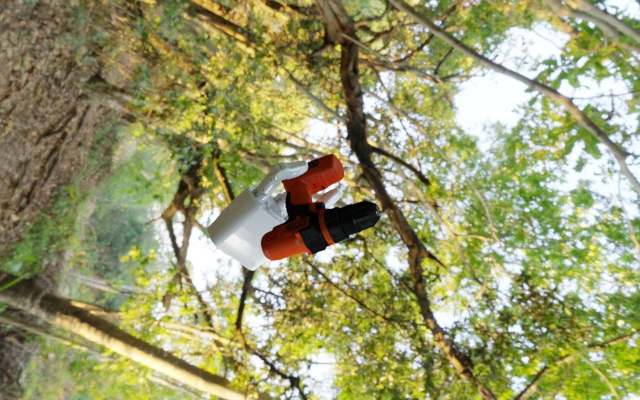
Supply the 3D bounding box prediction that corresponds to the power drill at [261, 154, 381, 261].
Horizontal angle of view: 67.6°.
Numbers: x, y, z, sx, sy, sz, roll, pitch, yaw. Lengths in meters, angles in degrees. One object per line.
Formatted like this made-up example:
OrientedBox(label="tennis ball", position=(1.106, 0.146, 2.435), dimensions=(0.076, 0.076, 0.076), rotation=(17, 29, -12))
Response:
OrientedBox(label="power drill", position=(0.000, 0.002, 0.743), dimensions=(0.184, 0.057, 0.187), rotation=(-19, 32, 15))
